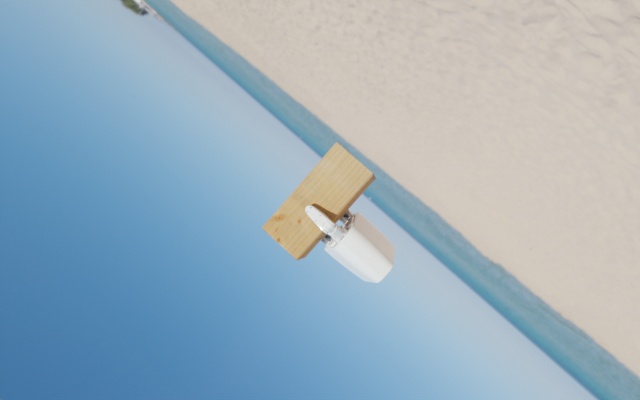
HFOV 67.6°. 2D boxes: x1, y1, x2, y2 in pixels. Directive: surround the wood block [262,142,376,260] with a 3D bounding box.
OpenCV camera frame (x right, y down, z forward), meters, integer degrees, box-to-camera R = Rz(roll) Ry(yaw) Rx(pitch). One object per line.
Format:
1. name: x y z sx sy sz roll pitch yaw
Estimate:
1. wood block: 0.000 0.003 0.888 0.090 0.206 0.091 42 4 8
